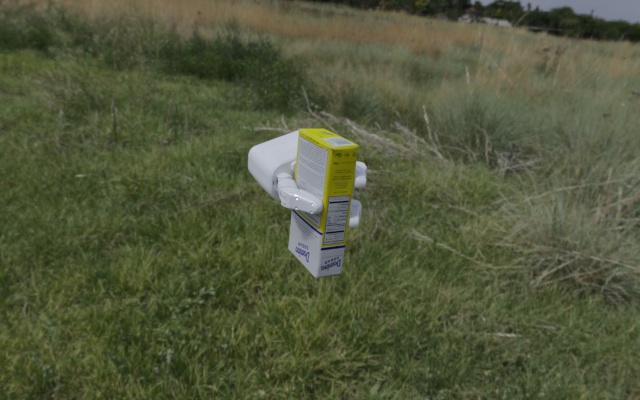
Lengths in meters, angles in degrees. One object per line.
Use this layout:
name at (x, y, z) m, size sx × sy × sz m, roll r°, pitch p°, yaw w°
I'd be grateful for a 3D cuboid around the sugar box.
sugar box at (0.001, 0.002, 0.627) m, size 0.048 × 0.176 × 0.093 m, roll -7°, pitch 24°, yaw -27°
